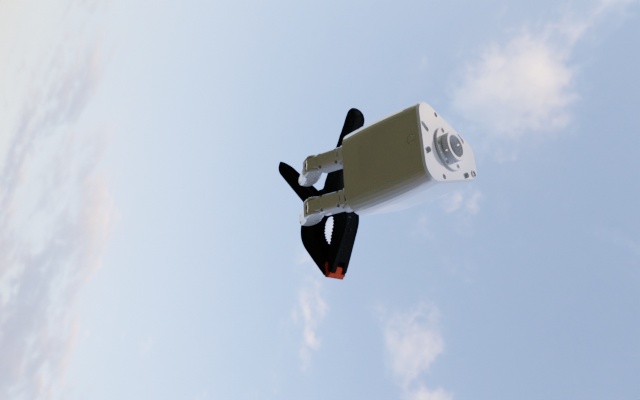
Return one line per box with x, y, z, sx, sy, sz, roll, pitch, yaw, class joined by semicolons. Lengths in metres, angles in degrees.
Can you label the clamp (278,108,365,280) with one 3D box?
0.001;0.003;0.624;0.036;0.210;0.164;15;-27;-38;clamp
